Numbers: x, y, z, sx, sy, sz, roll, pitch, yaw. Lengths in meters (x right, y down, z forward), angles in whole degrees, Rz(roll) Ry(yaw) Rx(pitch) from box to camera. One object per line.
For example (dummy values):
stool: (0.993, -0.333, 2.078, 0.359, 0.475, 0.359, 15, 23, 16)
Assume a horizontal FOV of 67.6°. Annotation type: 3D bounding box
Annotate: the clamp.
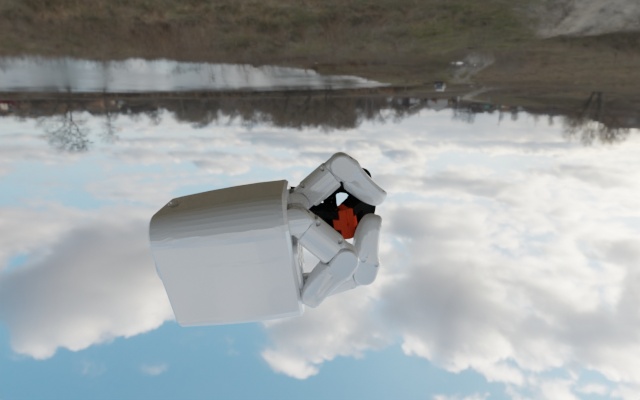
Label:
clamp: (0.000, 0.002, 0.487, 0.120, 0.039, 0.171, -16, 13, 4)
